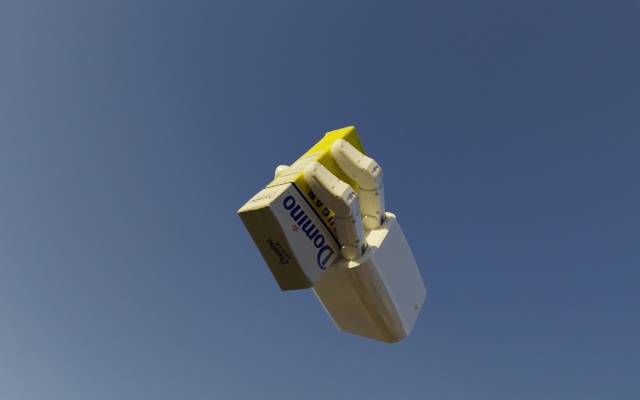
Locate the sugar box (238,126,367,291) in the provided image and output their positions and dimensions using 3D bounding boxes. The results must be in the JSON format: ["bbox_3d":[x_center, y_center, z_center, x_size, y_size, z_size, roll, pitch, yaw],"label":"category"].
[{"bbox_3d":[0.001,0.002,0.489,0.048,0.093,0.176,-13,23,35],"label":"sugar box"}]
